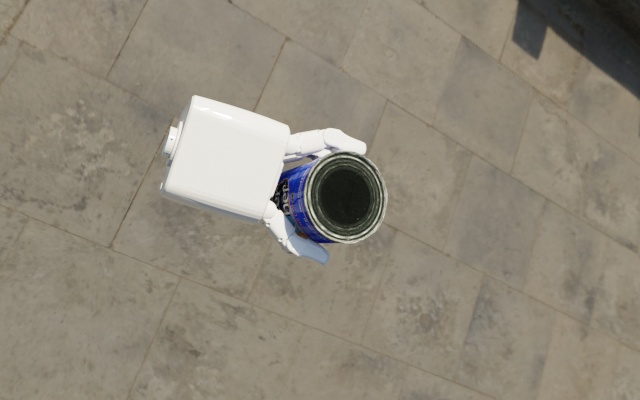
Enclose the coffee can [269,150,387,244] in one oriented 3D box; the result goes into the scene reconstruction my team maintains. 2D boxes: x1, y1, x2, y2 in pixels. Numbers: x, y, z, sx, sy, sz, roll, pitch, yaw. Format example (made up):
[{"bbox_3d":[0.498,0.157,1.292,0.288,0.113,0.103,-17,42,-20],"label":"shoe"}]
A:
[{"bbox_3d":[0.000,0.002,0.579,0.103,0.103,0.140,0,-5,-25],"label":"coffee can"}]
